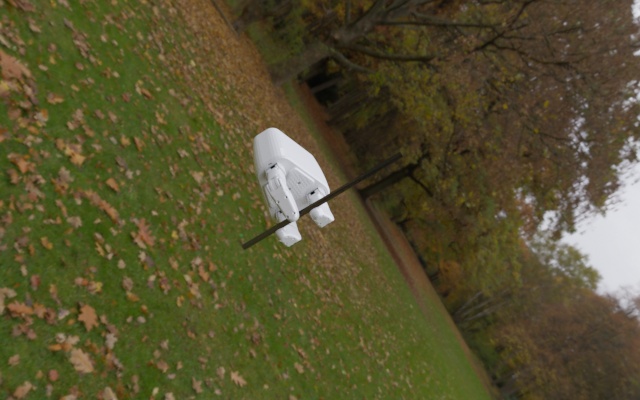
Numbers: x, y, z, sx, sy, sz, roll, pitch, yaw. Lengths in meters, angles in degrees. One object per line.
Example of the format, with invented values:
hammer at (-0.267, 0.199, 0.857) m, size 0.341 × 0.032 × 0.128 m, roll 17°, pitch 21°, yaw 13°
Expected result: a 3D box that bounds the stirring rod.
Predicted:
stirring rod at (0.000, 0.002, 0.622) m, size 0.239 × 0.011 × 0.011 m, roll -31°, pitch -4°, yaw 7°
